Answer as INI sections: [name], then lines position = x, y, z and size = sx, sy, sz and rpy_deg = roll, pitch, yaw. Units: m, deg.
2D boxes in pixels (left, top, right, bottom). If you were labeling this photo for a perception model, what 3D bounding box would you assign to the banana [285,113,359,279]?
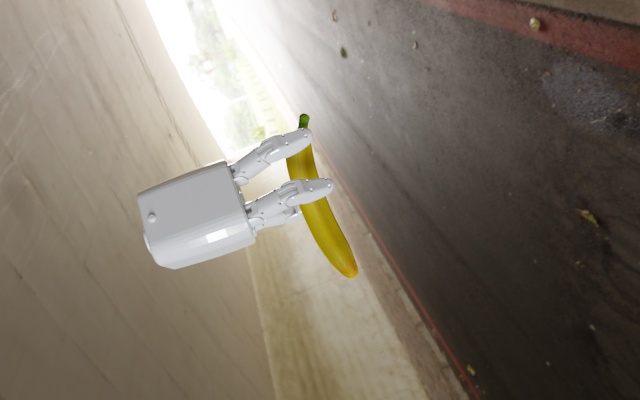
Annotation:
[banana]
position = -0.005, 0.000, 0.573
size = 0.037, 0.198, 0.069
rpy_deg = -19, 0, -15
